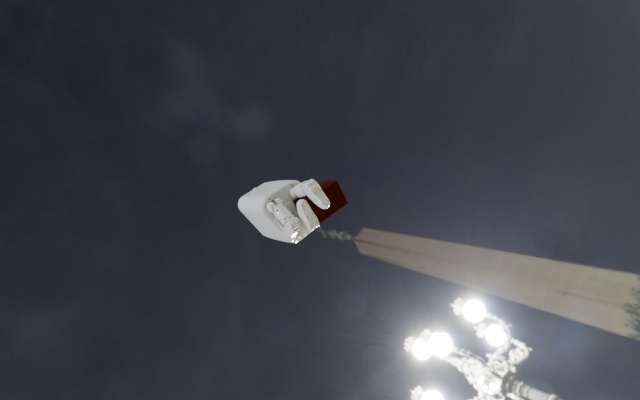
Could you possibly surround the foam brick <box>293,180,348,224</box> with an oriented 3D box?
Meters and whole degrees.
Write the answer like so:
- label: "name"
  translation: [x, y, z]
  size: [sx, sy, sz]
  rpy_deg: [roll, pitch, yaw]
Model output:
- label: "foam brick"
  translation: [0.000, 0.003, 0.893]
  size: [0.078, 0.053, 0.051]
  rpy_deg: [-34, 17, -31]
